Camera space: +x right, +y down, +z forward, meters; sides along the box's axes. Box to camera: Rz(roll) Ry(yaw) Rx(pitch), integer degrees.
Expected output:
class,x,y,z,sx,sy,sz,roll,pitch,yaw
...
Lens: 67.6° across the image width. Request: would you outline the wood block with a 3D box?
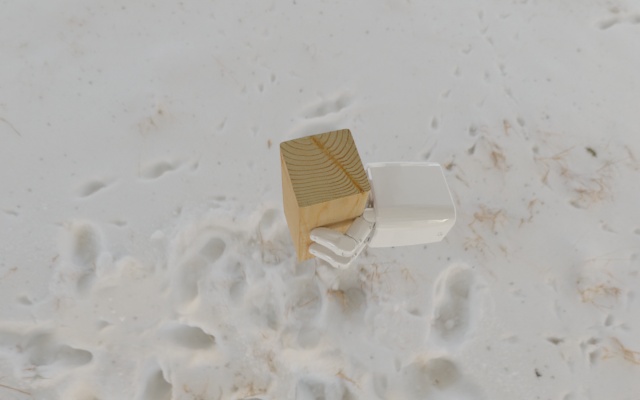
class,x,y,z,sx,sy,sz,roll,pitch,yaw
wood block,0.000,0.002,0.651,0.090,0.090,0.206,-14,-23,-9
